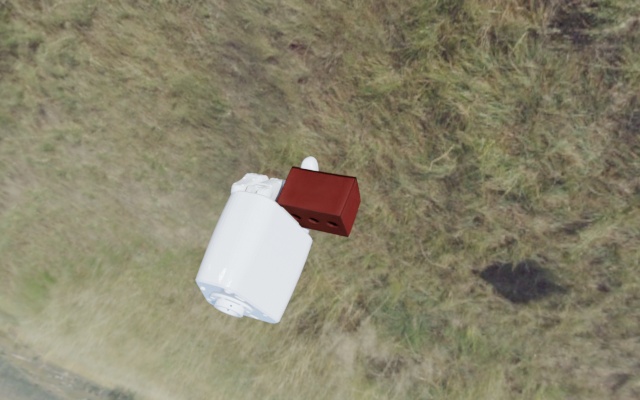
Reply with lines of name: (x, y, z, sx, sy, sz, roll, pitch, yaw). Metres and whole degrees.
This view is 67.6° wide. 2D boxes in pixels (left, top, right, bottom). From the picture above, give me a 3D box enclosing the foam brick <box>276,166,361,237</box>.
foam brick: (0.000, 0.002, 0.535, 0.078, 0.051, 0.053, 10, -28, 20)
